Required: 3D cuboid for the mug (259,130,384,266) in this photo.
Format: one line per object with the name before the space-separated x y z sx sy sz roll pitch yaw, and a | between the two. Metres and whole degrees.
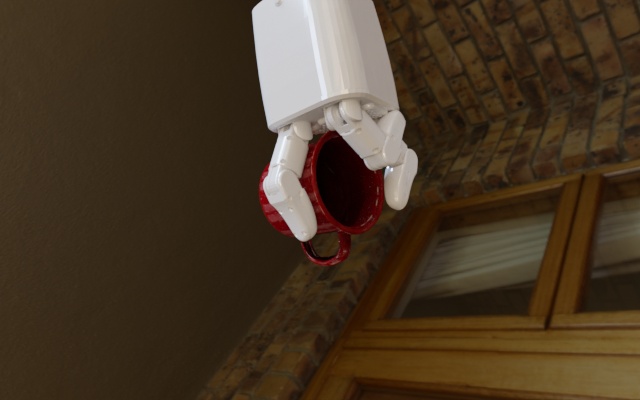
mug | 0.000 0.003 0.437 0.081 0.117 0.093 -13 -7 44
